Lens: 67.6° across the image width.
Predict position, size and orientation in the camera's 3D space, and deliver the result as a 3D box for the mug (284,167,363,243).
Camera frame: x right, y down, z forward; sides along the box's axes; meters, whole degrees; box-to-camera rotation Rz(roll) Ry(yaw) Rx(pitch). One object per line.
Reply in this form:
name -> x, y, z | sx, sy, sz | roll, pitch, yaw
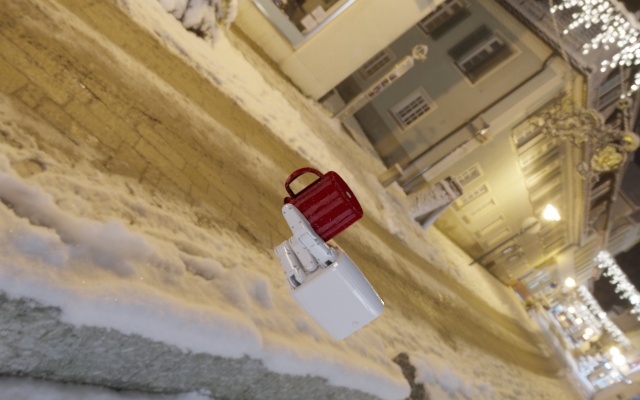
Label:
mug -> -0.001, 0.001, 0.678 | 0.081, 0.117, 0.093 | -35, 18, 12
